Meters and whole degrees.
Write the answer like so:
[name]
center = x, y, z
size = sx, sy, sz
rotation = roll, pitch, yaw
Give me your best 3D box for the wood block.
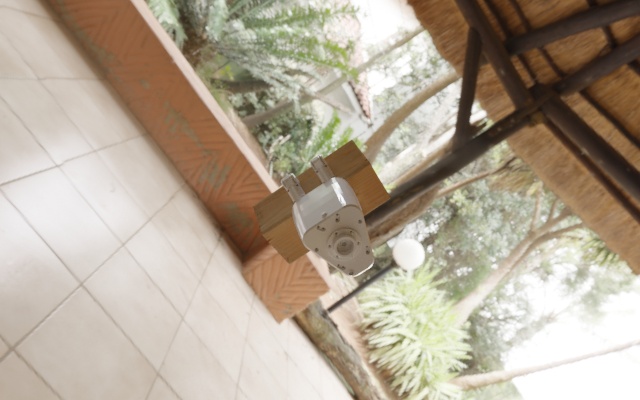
[wood block]
center = 0.000, 0.003, 0.812
size = 0.206, 0.091, 0.090
rotation = -33, 37, 4
